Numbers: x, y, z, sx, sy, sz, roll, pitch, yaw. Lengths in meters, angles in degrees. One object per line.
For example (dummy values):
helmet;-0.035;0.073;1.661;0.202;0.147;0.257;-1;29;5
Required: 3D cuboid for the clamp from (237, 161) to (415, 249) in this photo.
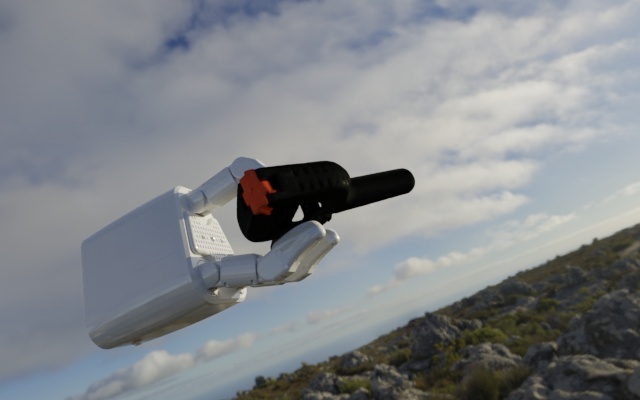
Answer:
clamp;-0.001;0.001;0.401;0.164;0.036;0.210;-29;-16;7
